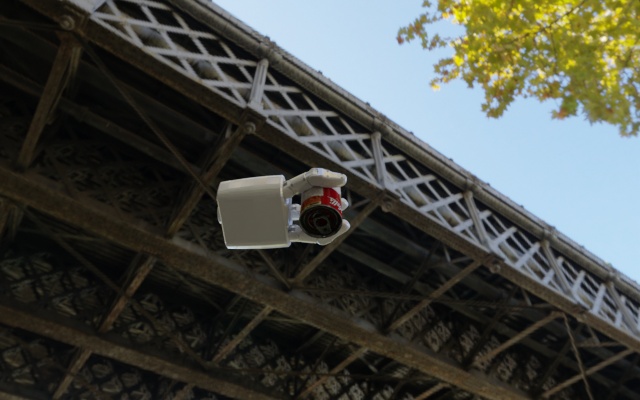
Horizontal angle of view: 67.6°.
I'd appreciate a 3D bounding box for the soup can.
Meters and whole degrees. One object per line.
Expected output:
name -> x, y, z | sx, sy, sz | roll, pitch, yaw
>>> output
soup can -> 0.001, 0.002, 0.773 | 0.068, 0.069, 0.102 | 0, 39, 0
